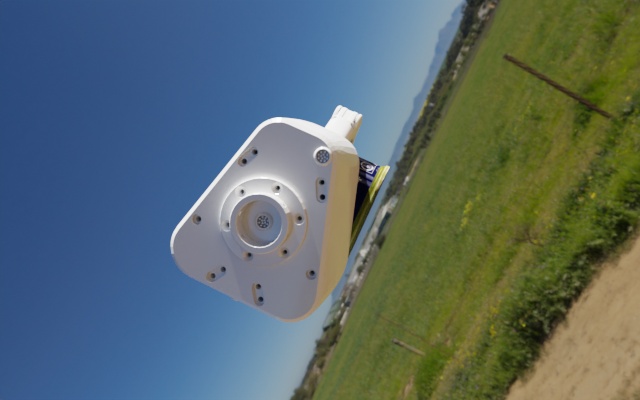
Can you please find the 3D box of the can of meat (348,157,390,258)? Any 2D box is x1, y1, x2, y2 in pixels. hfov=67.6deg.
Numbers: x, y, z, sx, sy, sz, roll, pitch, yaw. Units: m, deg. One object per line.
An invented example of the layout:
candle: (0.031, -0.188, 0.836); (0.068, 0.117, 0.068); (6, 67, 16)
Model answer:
can of meat: (0.000, 0.001, 0.410); (0.084, 0.102, 0.057); (25, 11, 6)
